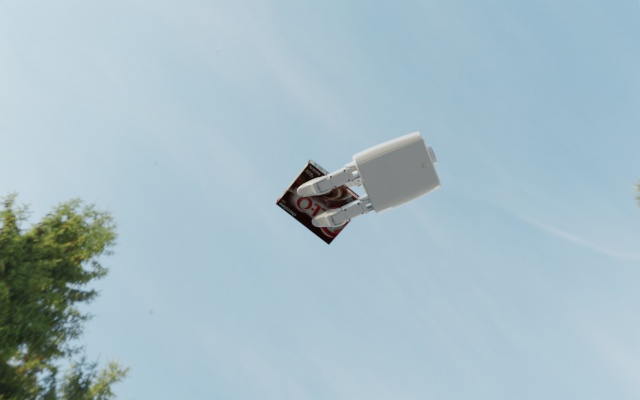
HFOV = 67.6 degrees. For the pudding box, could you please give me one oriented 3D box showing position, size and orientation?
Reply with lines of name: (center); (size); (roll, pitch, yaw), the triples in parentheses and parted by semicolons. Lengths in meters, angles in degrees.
pudding box: (0.000, 0.002, 0.767); (0.113, 0.090, 0.039); (38, 16, -6)
